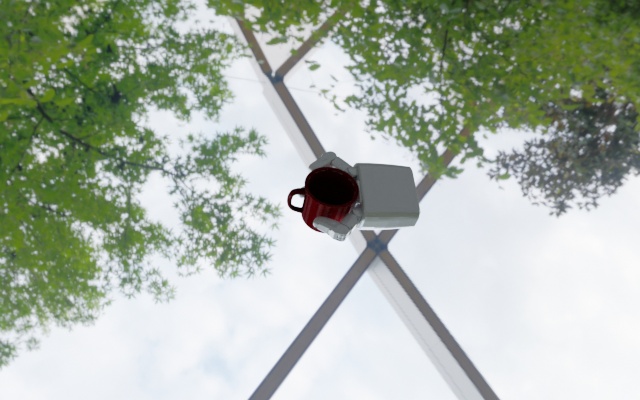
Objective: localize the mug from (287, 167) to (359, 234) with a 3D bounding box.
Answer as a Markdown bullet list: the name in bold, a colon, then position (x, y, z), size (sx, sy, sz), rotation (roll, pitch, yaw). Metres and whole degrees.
- **mug**: position (-0.001, 0.003, 0.821), size (0.117, 0.093, 0.082), rotation (1, -41, -14)
